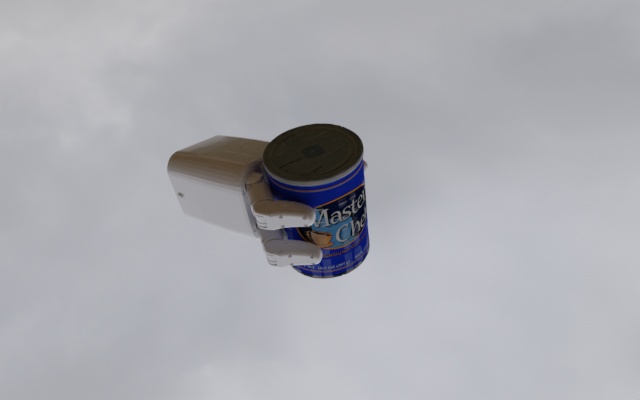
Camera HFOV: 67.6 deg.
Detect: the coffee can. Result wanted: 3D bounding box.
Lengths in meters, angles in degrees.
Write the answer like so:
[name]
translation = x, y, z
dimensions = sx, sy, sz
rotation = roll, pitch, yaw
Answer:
[coffee can]
translation = 0.000, 0.002, 0.526
dimensions = 0.103, 0.140, 0.102
rotation = -5, 40, 4
